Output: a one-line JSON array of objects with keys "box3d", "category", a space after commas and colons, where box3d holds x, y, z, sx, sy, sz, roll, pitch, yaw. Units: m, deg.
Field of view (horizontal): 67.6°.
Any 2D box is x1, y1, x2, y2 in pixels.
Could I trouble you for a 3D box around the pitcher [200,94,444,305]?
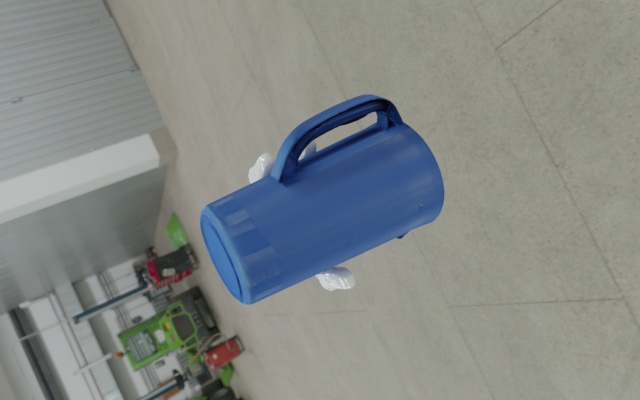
[{"box3d": [0.000, 0.002, 0.510, 0.243, 0.149, 0.145, -25, -10, -24], "category": "pitcher"}]
